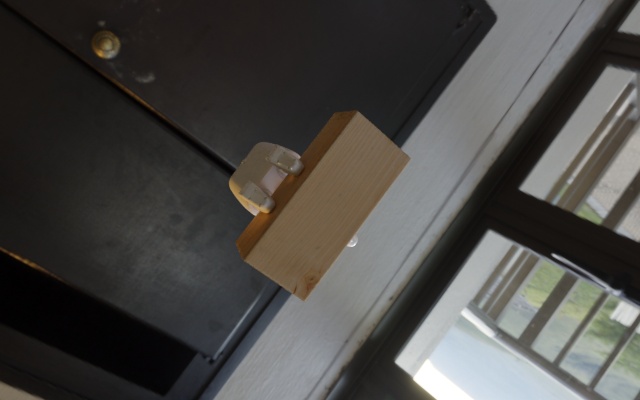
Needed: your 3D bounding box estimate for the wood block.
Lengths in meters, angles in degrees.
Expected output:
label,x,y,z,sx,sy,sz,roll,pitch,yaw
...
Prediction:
label,x,y,z,sx,sy,sz,roll,pitch,yaw
wood block,0.000,0.002,0.574,0.091,0.206,0.090,38,-3,-18
